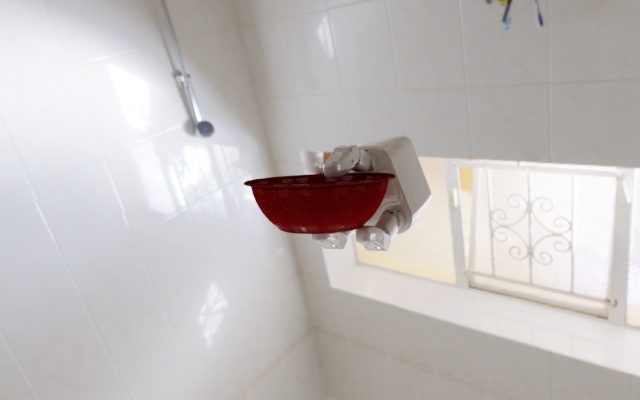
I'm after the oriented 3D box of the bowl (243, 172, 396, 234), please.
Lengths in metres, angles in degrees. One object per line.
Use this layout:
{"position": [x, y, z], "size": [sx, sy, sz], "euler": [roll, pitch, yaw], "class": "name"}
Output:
{"position": [-0.001, 0.002, 0.513], "size": [0.162, 0.055, 0.162], "euler": [-2, 6, 0], "class": "bowl"}
